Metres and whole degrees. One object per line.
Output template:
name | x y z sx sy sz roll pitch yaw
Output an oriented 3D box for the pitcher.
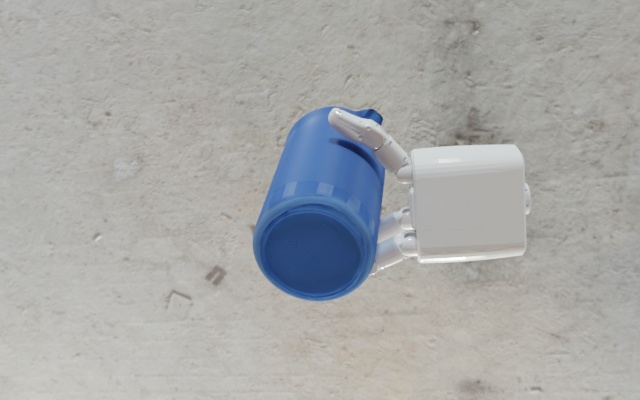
pitcher | 0.000 0.002 0.515 0.145 0.149 0.242 -2 26 8
